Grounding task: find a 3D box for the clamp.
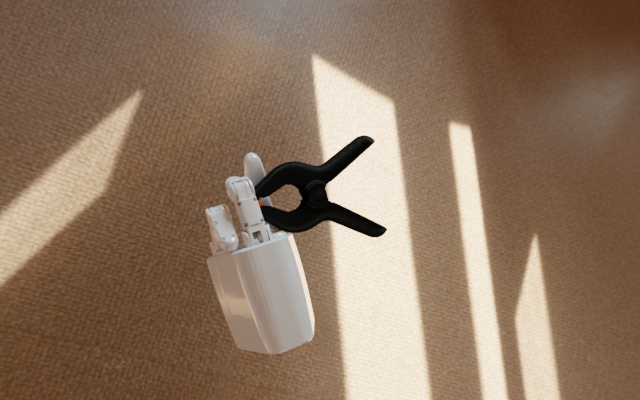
[{"bbox_3d":[0.000,0.002,0.540,0.171,0.120,0.039,-18,-2,-18],"label":"clamp"}]
